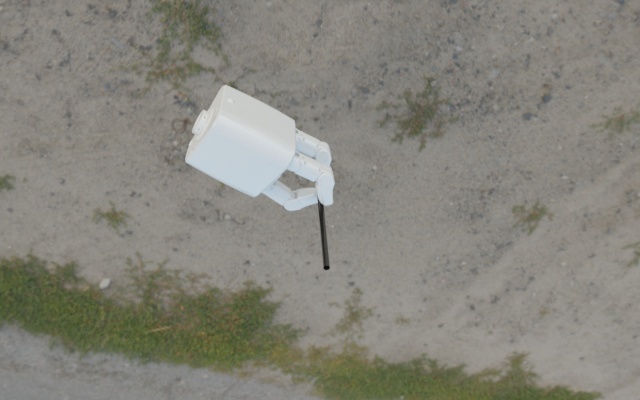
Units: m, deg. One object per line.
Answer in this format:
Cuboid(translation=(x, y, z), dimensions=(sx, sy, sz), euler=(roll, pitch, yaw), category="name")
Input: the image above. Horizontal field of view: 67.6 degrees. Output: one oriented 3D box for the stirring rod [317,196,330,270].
Cuboid(translation=(0.000, 0.002, 0.658), dimensions=(0.011, 0.011, 0.239), euler=(0, 40, -5), category="stirring rod")
